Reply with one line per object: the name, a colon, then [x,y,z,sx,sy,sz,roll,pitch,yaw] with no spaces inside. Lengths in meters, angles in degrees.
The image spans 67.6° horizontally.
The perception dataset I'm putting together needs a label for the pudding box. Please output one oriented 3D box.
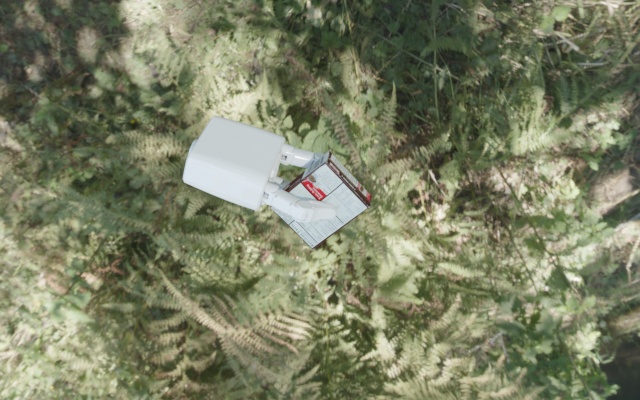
pudding box: [0.000,0.002,0.658,0.113,0.090,0.039,-37,16,26]
